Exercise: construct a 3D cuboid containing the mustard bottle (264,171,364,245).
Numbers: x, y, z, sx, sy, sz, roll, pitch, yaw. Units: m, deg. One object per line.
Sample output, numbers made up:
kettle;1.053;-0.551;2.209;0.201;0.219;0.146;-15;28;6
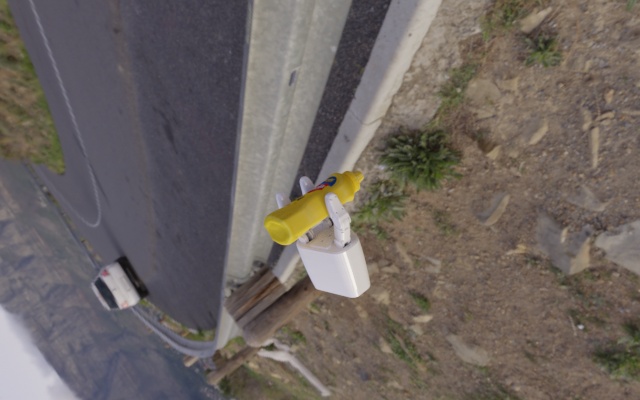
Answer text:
mustard bottle;0.000;0.002;0.814;0.191;0.058;0.096;-33;7;-25
